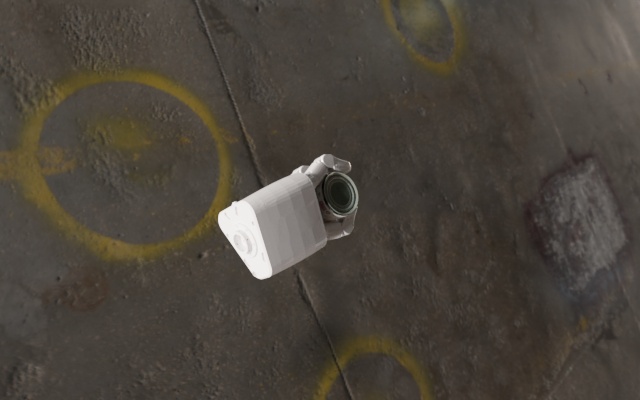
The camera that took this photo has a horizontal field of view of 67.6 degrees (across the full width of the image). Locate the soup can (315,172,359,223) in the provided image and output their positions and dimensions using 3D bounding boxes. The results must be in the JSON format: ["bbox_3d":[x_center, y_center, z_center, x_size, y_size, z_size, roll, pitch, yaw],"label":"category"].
[{"bbox_3d":[0.001,0.002,0.720,0.068,0.068,0.102,0,-15,-38],"label":"soup can"}]
